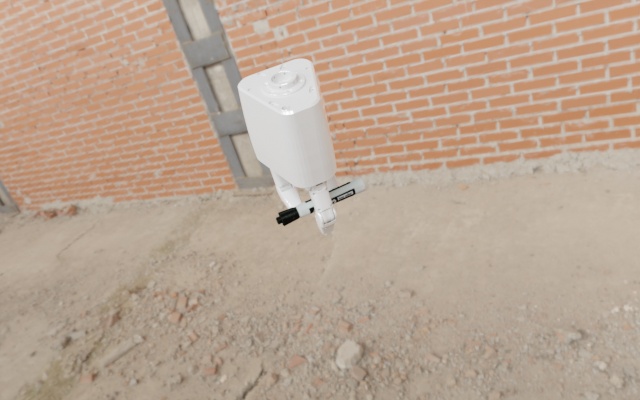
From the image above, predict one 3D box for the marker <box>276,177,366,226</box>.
[{"bbox_3d":[0.000,0.002,0.605,0.121,0.020,0.020,-23,5,-11],"label":"marker"}]
